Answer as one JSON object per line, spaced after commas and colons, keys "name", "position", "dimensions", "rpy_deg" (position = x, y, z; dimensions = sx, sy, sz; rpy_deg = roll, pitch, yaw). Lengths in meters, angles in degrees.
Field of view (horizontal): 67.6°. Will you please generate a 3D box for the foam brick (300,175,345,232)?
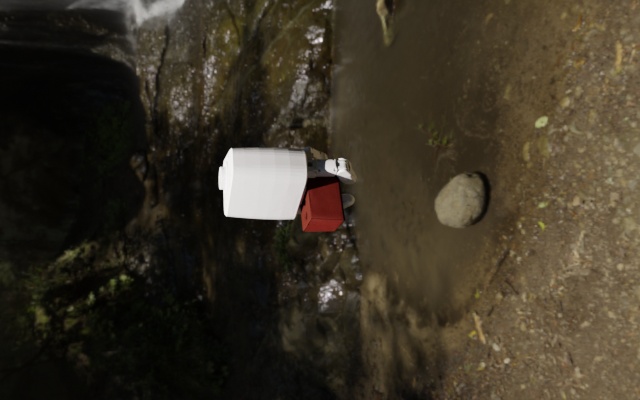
{"name": "foam brick", "position": [0.000, 0.003, 0.703], "dimensions": [0.051, 0.078, 0.053], "rpy_deg": [1, -24, -18]}
